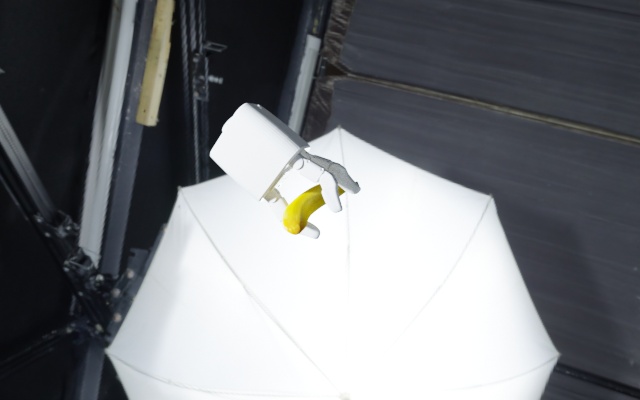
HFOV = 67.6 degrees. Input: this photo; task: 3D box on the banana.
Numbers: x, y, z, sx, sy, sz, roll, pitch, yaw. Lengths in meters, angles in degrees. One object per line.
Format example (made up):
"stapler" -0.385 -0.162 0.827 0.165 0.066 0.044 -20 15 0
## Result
"banana" -0.013 0.006 0.715 0.069 0.037 0.197 -17 12 35
